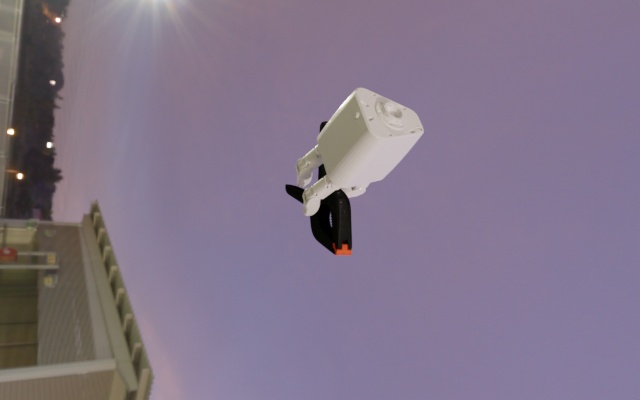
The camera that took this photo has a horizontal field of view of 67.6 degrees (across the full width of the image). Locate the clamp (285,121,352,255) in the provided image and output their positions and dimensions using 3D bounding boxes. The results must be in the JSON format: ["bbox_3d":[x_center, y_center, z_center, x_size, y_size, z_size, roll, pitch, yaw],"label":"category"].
[{"bbox_3d":[0.001,0.003,0.762,0.036,0.209,0.165,3,-35,-30],"label":"clamp"}]
